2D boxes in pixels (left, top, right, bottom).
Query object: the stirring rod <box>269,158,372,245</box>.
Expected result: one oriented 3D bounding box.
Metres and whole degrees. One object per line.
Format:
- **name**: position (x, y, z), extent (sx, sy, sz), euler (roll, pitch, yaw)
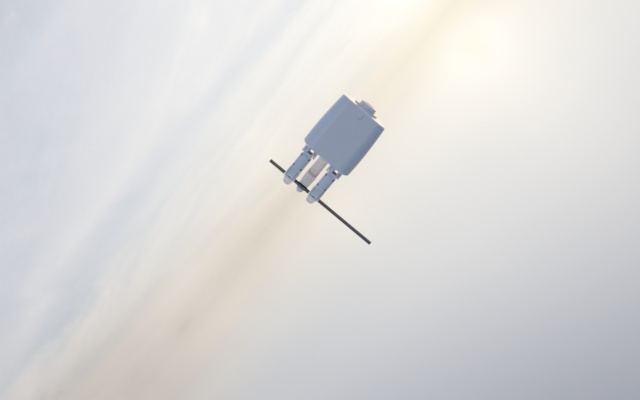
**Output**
- **stirring rod**: position (0.000, 0.003, 0.879), extent (0.239, 0.011, 0.011), euler (40, -3, -3)
